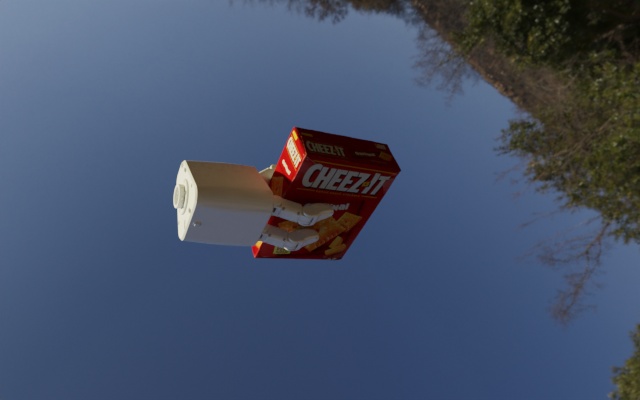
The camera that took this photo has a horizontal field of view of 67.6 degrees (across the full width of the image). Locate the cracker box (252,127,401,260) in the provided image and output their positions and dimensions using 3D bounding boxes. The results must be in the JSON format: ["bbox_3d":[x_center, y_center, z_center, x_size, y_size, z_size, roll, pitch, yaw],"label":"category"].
[{"bbox_3d":[0.000,0.002,0.739,0.164,0.072,0.214,6,-47,-29],"label":"cracker box"}]
